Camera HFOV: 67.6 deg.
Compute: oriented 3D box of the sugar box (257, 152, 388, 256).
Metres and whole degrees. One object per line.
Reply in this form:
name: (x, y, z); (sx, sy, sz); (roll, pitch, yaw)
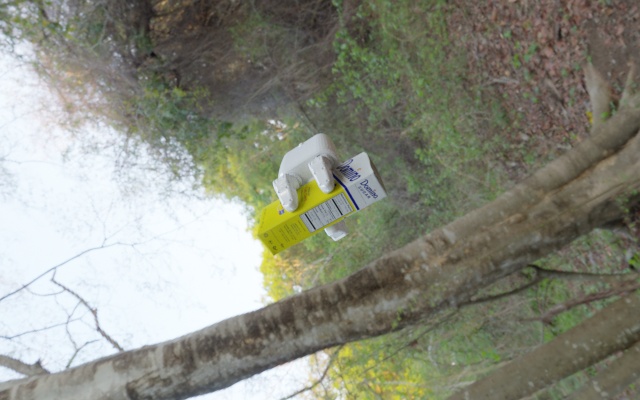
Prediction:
sugar box: (0.000, 0.002, 0.657); (0.176, 0.048, 0.093); (-31, 21, 11)
